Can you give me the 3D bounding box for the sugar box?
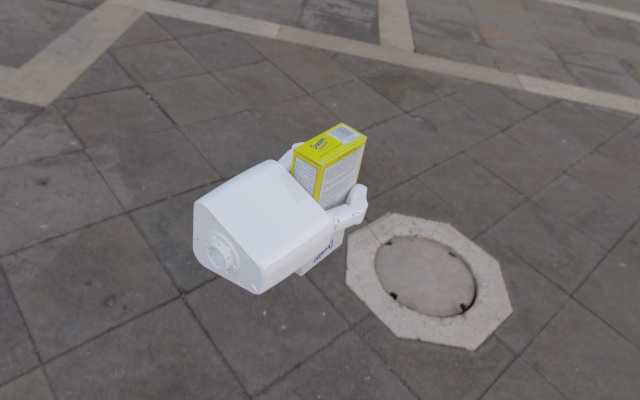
[{"bbox_3d":[0.000,0.002,0.585,0.048,0.176,0.093,34,44,23],"label":"sugar box"}]
